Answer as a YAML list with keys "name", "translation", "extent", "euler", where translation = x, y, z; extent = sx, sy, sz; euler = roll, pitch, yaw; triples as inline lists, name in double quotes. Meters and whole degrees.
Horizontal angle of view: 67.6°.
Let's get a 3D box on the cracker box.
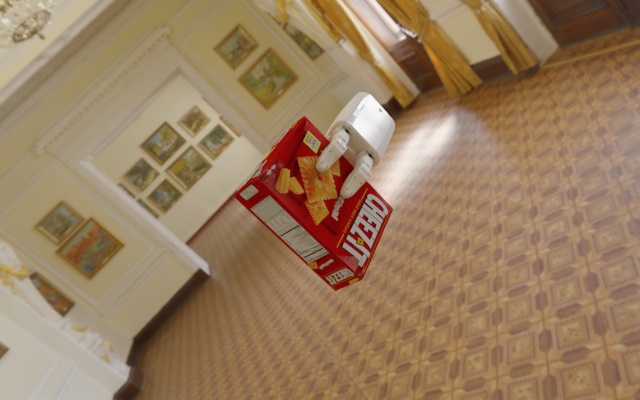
- name: "cracker box"
  translation: [0.000, 0.002, 0.722]
  extent: [0.072, 0.214, 0.164]
  euler: [-31, 20, 44]
